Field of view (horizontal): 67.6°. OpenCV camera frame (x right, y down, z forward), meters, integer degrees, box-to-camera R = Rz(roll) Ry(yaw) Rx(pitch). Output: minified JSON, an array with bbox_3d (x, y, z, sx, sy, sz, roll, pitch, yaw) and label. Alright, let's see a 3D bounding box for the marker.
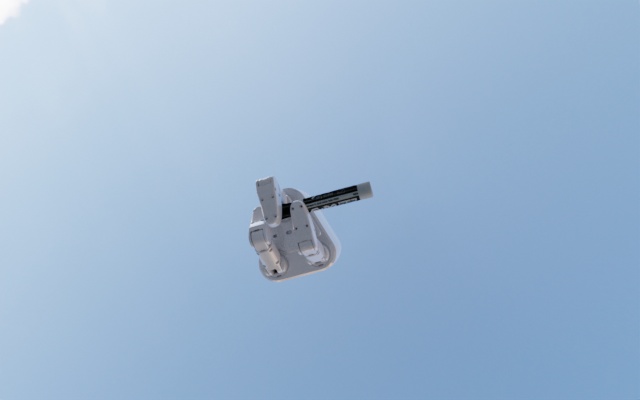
[{"bbox_3d":[0.000,0.002,0.550,0.121,0.020,0.020,-14,-2,8],"label":"marker"}]
